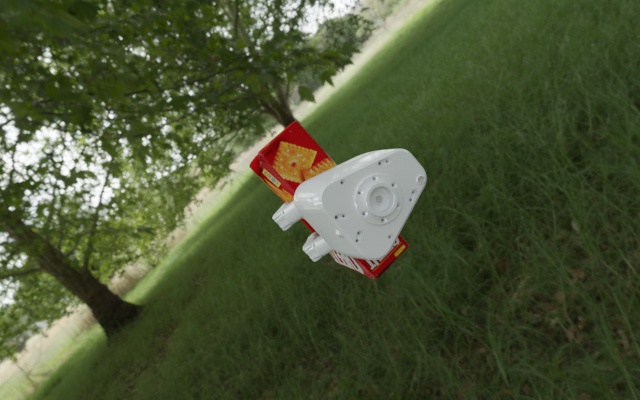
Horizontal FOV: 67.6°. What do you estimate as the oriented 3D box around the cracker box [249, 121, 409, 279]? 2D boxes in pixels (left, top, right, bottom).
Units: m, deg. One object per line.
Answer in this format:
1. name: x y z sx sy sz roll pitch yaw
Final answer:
1. cracker box: 0.000 0.002 0.655 0.072 0.214 0.164 -43 10 -10
